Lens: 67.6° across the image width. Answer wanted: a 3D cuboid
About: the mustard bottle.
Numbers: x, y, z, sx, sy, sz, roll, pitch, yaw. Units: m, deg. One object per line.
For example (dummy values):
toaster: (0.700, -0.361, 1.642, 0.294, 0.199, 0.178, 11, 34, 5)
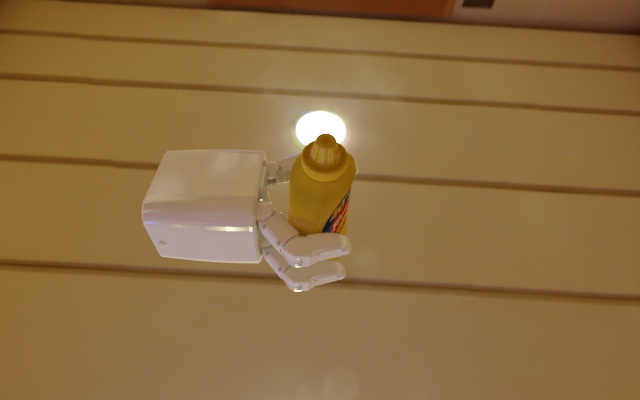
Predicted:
mustard bottle: (0.000, 0.002, 0.479, 0.058, 0.096, 0.192, 22, -32, 12)
